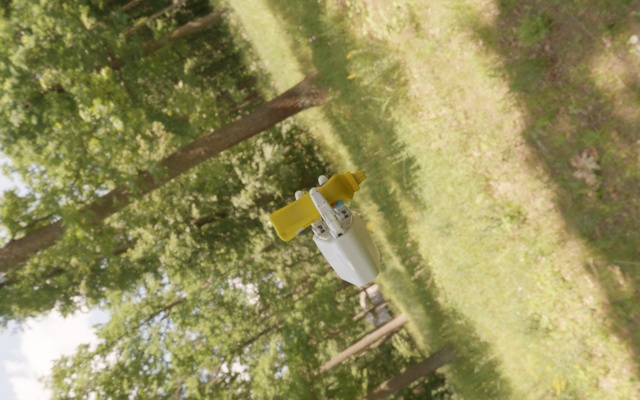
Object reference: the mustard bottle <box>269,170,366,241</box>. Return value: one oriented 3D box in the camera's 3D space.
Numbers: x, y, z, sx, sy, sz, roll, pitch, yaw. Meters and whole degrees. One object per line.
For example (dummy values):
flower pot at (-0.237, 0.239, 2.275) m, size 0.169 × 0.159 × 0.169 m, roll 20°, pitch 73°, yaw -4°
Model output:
mustard bottle at (0.000, 0.003, 0.885) m, size 0.191 × 0.058 × 0.096 m, roll -32°, pitch -10°, yaw 0°
